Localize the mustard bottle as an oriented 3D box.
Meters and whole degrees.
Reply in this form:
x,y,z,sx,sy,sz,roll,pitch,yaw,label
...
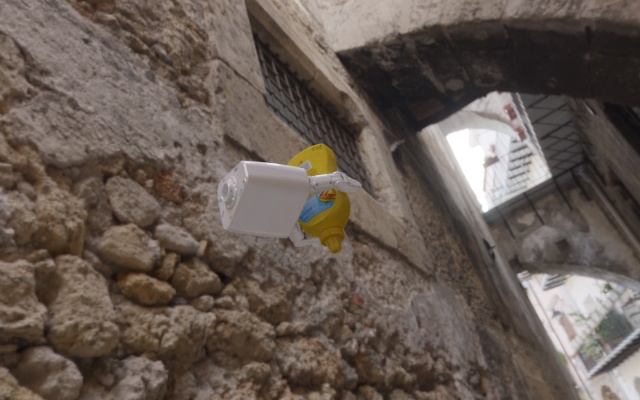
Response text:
x,y,z,sx,sy,sz,roll,pitch,yaw,label
0.000,0.002,0.800,0.096,0.191,0.058,-32,-36,21,mustard bottle
